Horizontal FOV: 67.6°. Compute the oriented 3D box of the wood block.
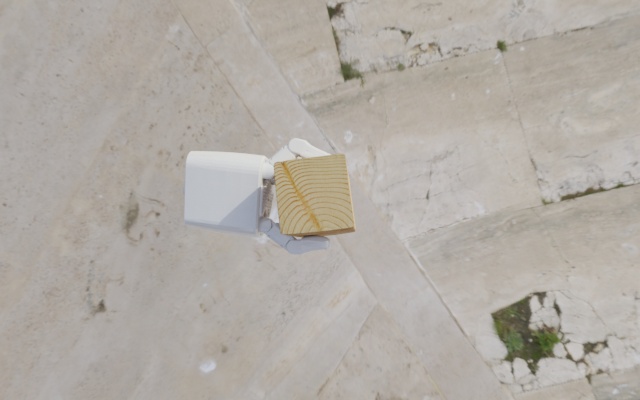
[{"bbox_3d":[0.000,0.003,0.666,0.090,0.091,0.206,-7,-6,4],"label":"wood block"}]
